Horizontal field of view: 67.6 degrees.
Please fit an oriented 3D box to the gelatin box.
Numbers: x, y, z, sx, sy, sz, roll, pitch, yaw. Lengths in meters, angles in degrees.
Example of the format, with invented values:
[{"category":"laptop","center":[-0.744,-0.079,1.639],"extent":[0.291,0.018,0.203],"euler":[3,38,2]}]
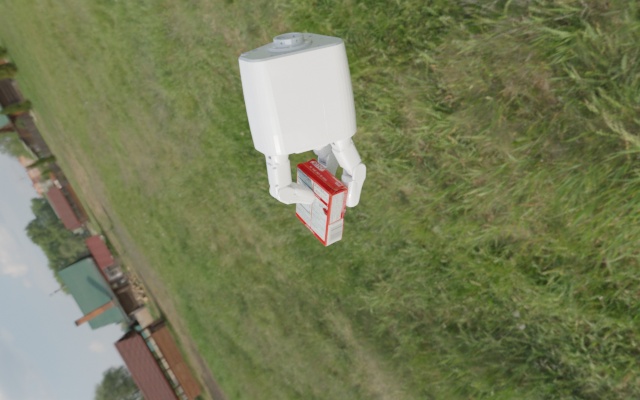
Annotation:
[{"category":"gelatin box","center":[0.000,0.002,0.616],"extent":[0.030,0.089,0.073],"euler":[-21,45,-29]}]
